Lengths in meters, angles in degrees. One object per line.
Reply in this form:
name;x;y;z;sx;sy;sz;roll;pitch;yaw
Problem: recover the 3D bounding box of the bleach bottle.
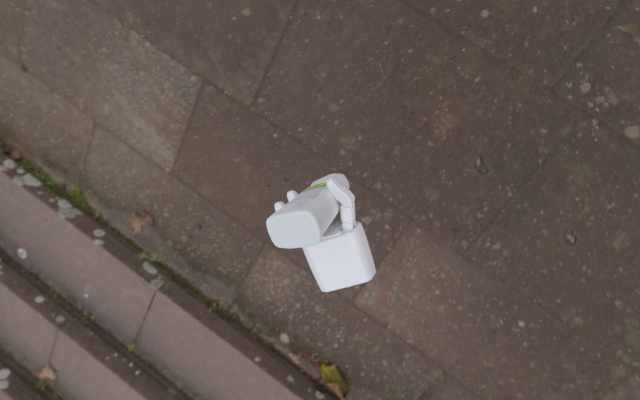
bleach bottle;0.000;0.003;0.895;0.102;0.068;0.250;-10;18;28
